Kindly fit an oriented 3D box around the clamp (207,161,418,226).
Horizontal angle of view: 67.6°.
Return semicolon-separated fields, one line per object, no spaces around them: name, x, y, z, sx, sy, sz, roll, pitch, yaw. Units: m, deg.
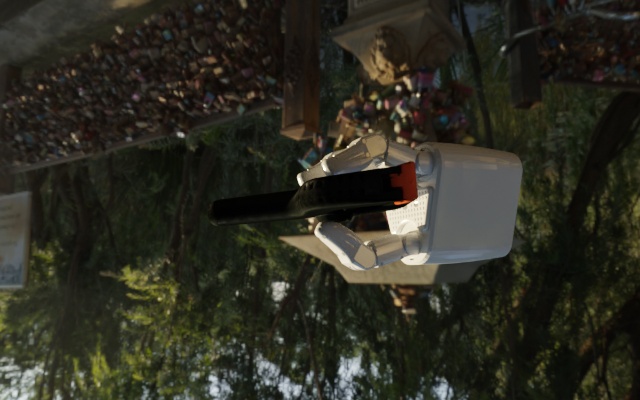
clamp;0.001;0.002;0.415;0.164;0.036;0.210;-1;-7;-25
